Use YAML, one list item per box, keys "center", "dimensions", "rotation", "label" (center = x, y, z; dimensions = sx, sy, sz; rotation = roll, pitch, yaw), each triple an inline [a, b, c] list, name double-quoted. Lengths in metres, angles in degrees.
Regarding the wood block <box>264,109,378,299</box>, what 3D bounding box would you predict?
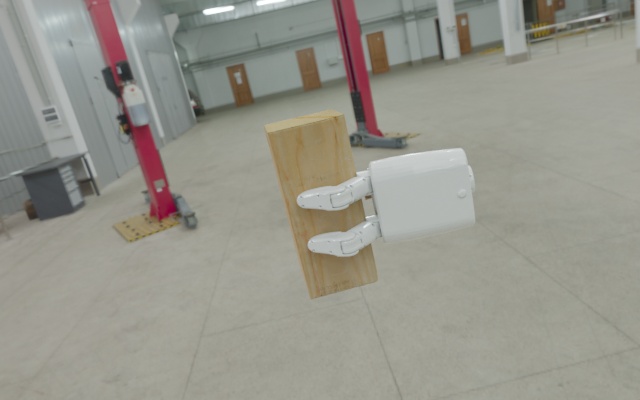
- center: [0.000, 0.002, 0.589]
  dimensions: [0.090, 0.206, 0.090]
  rotation: [-14, 16, -5]
  label: "wood block"
